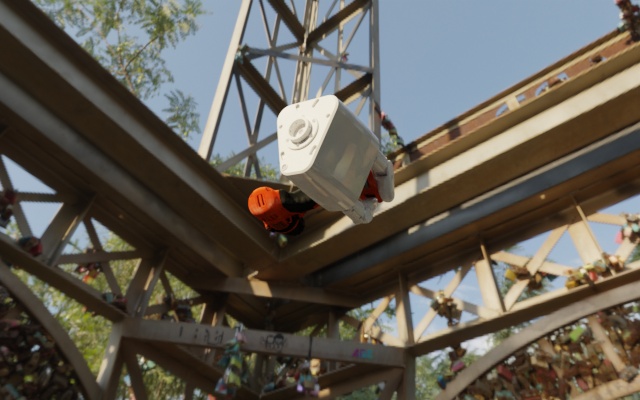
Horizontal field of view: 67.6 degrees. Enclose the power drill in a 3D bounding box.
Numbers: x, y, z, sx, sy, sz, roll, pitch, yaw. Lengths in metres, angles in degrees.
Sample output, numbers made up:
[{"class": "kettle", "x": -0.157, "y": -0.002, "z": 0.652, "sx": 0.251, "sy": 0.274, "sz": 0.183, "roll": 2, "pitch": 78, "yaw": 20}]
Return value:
[{"class": "power drill", "x": 0.000, "y": 0.002, "z": 0.743, "sx": 0.187, "sy": 0.057, "sz": 0.184, "roll": -20, "pitch": -17, "yaw": 8}]
